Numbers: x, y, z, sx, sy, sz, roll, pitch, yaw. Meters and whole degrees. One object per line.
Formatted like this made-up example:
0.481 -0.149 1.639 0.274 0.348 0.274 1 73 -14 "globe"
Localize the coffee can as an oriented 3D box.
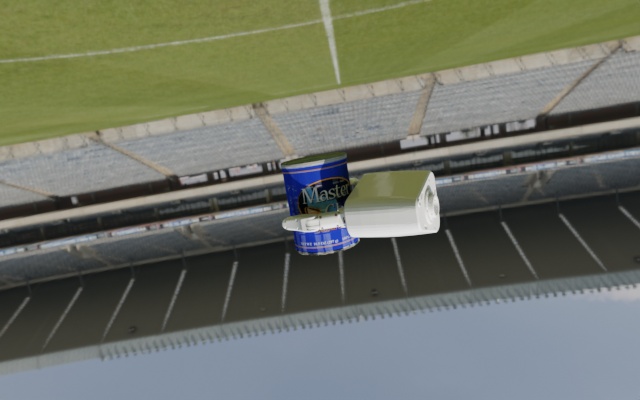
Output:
0.000 0.002 0.744 0.103 0.140 0.103 -9 10 2 "coffee can"
